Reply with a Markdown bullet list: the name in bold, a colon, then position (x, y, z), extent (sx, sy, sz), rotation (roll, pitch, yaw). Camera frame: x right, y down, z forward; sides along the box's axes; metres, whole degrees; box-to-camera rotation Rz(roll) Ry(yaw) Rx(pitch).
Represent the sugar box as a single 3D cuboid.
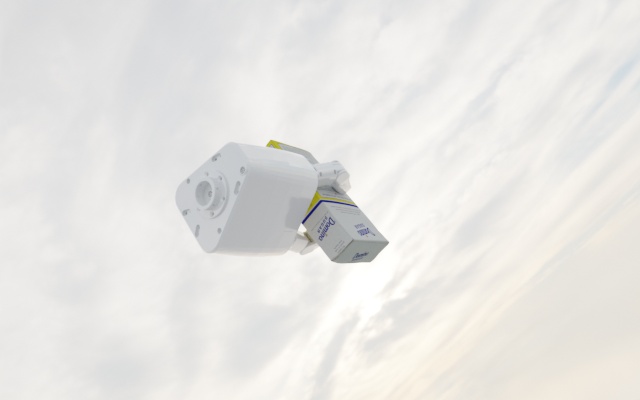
- **sugar box**: position (0.000, 0.002, 0.597), extent (0.048, 0.176, 0.093), rotation (-48, -30, 20)
